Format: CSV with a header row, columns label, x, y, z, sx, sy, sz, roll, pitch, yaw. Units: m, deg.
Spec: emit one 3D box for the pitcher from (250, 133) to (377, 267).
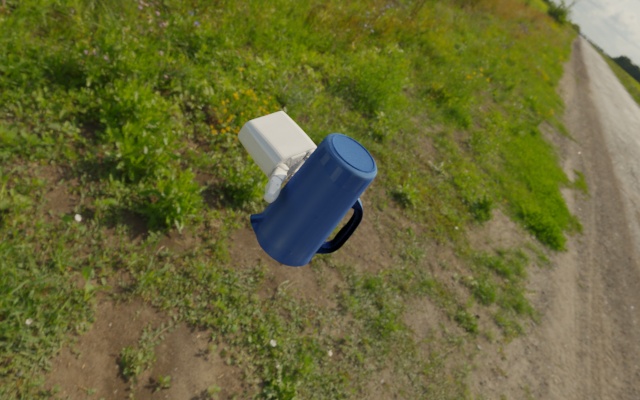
label,x,y,z,sx,sy,sz,roll,pitch,yaw
pitcher,0.000,0.003,0.867,0.149,0.145,0.243,-19,-26,-54
